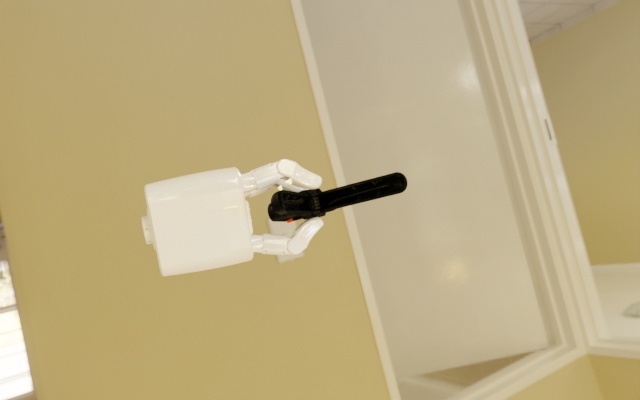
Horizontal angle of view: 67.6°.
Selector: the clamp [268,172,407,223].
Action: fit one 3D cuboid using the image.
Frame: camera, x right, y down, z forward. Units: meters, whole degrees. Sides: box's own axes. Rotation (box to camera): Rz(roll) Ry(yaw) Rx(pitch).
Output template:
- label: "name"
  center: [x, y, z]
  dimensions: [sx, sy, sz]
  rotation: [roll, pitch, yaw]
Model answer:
- label: "clamp"
  center: [0.000, 0.003, 0.601]
  dimensions: [0.164, 0.036, 0.210]
  rotation: [-9, -5, -18]
